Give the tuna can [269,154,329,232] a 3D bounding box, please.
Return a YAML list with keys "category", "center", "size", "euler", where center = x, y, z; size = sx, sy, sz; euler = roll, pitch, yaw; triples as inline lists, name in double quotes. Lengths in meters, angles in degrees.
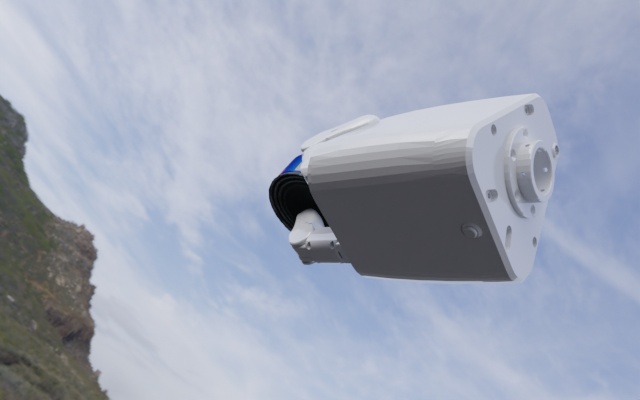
- category: "tuna can"
  center: [0.000, 0.001, 0.411]
  size: [0.086, 0.086, 0.033]
  euler: [0, 40, 40]
